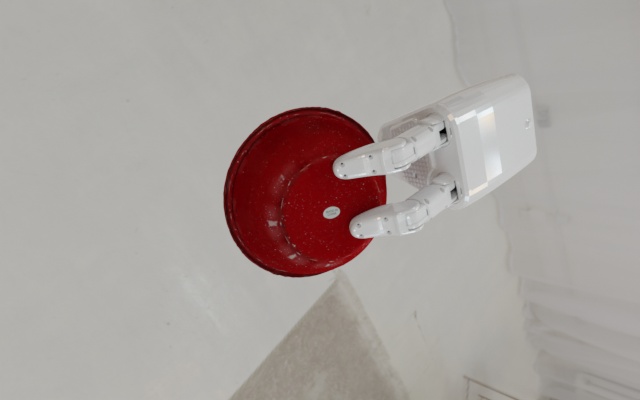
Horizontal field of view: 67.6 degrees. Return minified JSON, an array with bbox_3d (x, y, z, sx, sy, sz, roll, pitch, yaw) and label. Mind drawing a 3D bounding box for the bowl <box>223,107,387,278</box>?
[{"bbox_3d":[-0.001,0.002,0.418,0.162,0.162,0.055,0,14,-23],"label":"bowl"}]
